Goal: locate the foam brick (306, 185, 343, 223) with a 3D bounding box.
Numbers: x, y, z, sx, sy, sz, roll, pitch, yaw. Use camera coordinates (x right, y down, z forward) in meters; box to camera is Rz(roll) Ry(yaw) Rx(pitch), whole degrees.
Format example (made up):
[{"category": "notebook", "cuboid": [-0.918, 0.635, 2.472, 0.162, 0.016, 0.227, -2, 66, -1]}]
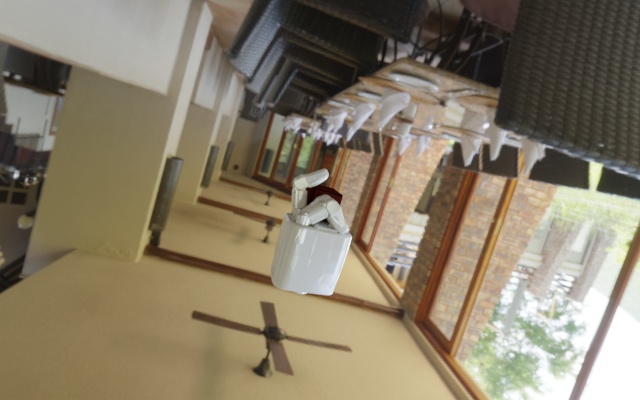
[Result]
[{"category": "foam brick", "cuboid": [0.000, 0.003, 0.818, 0.053, 0.051, 0.078, 15, 7, -11]}]
